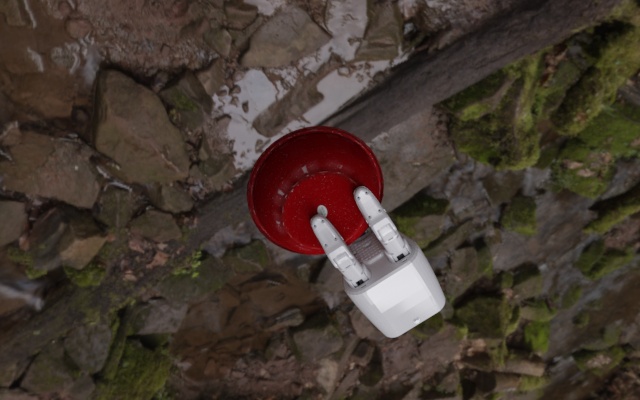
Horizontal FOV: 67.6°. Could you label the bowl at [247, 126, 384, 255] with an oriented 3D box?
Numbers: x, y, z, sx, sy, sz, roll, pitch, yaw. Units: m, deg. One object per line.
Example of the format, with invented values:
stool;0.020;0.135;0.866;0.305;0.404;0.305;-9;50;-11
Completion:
bowl;-0.001;0.001;0.533;0.162;0.162;0.055;0;23;-10
